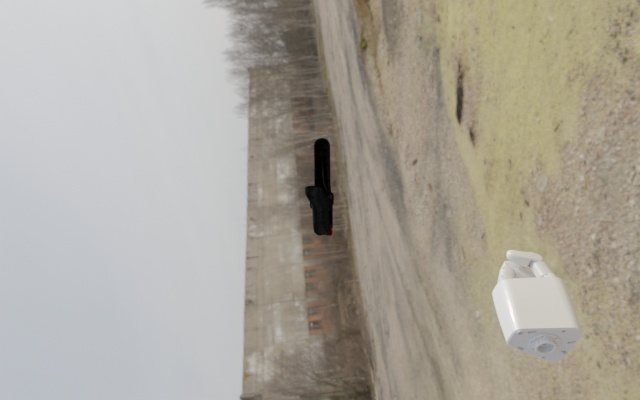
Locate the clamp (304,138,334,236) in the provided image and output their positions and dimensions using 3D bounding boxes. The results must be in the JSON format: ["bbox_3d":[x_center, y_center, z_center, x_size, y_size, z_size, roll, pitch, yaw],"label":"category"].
[{"bbox_3d":[0.000,0.002,0.751,0.039,0.172,0.120,4,38,15],"label":"clamp"}]
